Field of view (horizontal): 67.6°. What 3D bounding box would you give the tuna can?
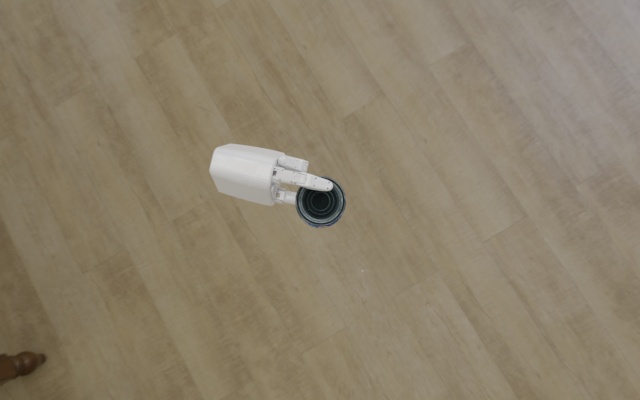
[{"bbox_3d":[0.000,0.003,0.803,0.086,0.086,0.034,0,-7,0],"label":"tuna can"}]
